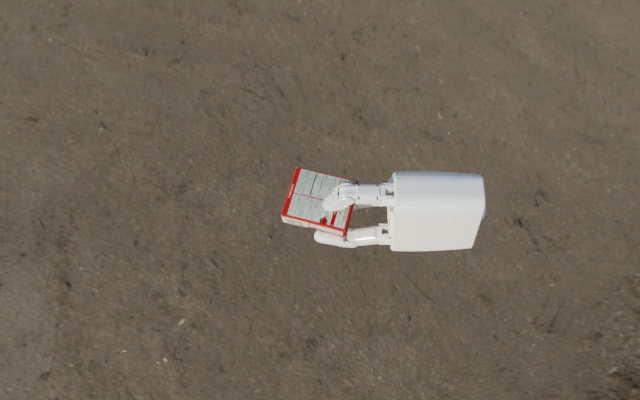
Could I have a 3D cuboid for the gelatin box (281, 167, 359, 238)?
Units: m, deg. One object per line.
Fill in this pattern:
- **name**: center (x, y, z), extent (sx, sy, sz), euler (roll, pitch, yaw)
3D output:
- **gelatin box**: center (0.000, 0.002, 0.634), extent (0.089, 0.073, 0.030), euler (14, -20, 5)
